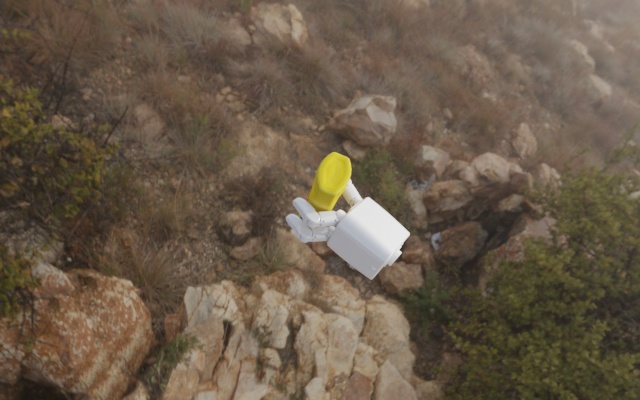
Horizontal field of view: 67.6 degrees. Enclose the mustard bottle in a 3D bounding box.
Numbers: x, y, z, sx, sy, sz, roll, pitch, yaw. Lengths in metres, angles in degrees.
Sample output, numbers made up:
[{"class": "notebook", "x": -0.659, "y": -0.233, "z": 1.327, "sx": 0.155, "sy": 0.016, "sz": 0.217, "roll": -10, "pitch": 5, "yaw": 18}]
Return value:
[{"class": "mustard bottle", "x": 0.000, "y": 0.003, "z": 0.889, "sx": 0.058, "sy": 0.096, "sz": 0.192, "roll": 21, "pitch": -37, "yaw": -3}]
